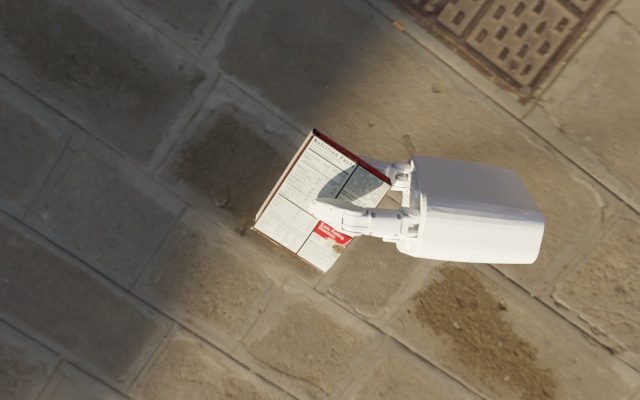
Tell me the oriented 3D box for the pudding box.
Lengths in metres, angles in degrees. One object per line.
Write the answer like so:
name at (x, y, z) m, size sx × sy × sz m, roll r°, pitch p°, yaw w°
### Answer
pudding box at (0.000, 0.002, 0.459) m, size 0.090 × 0.113 × 0.039 m, roll 33°, pitch 11°, yaw -7°
